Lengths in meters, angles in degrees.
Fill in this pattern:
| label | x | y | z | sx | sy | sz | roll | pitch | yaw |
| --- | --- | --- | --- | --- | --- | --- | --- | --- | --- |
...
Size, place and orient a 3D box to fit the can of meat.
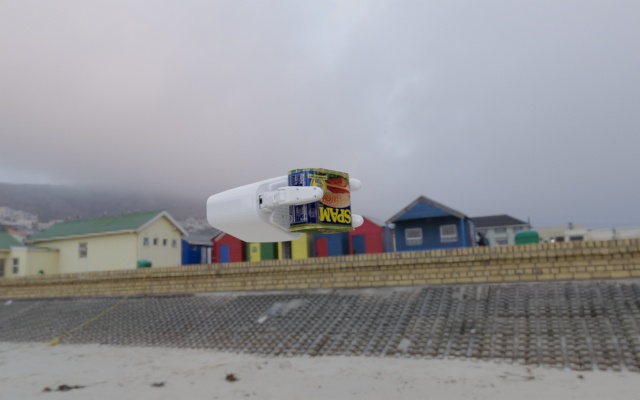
| label | x | y | z | sx | sy | sz | roll | pitch | yaw |
| --- | --- | --- | --- | --- | --- | --- | --- | --- | --- |
| can of meat | 0.000 | 0.002 | 0.673 | 0.057 | 0.084 | 0.102 | -11 | -12 | 40 |
